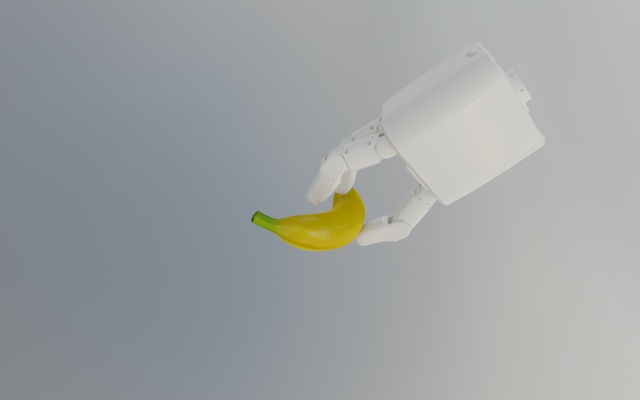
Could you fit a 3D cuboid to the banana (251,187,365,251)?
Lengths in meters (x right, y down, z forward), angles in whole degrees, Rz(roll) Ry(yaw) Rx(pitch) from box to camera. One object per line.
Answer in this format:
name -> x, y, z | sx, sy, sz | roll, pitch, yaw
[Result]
banana -> 0.011, 0.015, 0.488 | 0.037, 0.069, 0.198 | -49, -14, 23
